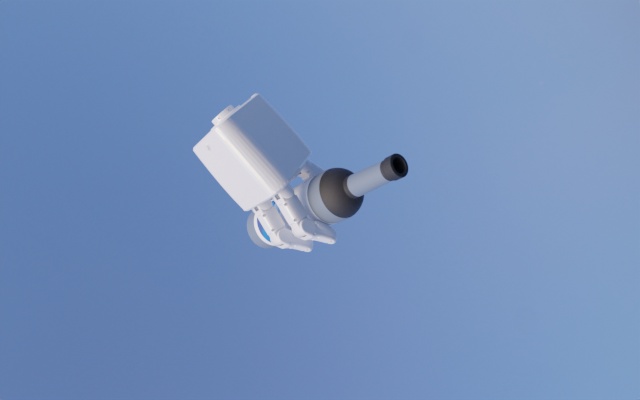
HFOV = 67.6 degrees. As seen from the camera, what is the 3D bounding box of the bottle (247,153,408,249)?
[{"bbox_3d":[0.000,0.002,0.622,0.069,0.069,0.296,0,-16,-36],"label":"bottle"}]
